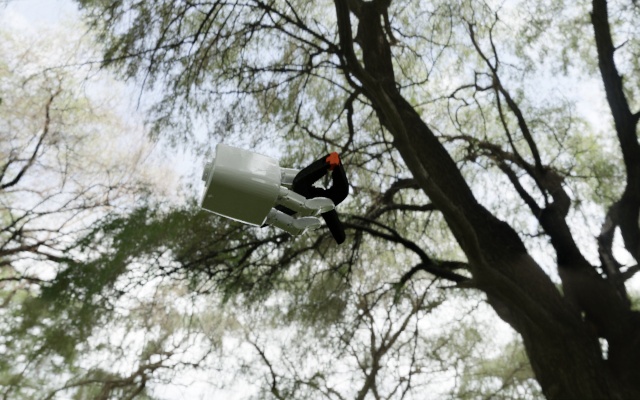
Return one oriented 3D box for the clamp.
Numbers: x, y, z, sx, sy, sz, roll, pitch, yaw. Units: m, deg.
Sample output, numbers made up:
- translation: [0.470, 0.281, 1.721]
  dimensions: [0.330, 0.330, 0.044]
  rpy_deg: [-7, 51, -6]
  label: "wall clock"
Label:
- translation: [0.000, 0.002, 0.814]
  dimensions: [0.164, 0.036, 0.210]
  rpy_deg: [17, -44, -17]
  label: "clamp"
